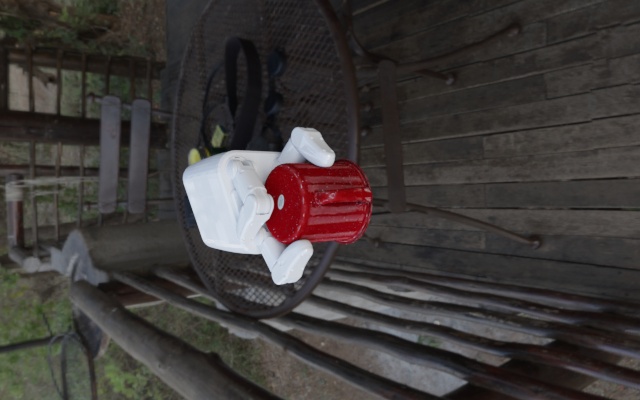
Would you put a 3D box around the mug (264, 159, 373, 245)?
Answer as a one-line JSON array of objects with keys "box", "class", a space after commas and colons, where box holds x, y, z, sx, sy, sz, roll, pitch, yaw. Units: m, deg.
[{"box": [0.001, 0.002, 0.485, 0.081, 0.093, 0.117, -2, -3, -38], "class": "mug"}]
